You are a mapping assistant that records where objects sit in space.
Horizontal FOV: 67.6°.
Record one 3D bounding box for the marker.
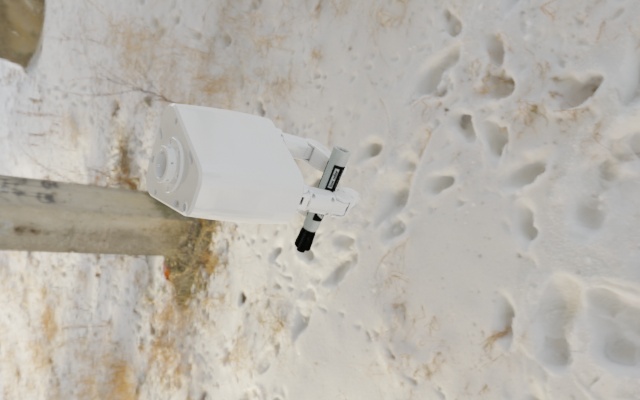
[{"bbox_3d":[0.000,0.002,0.496,0.020,0.121,0.020,20,20,-8],"label":"marker"}]
